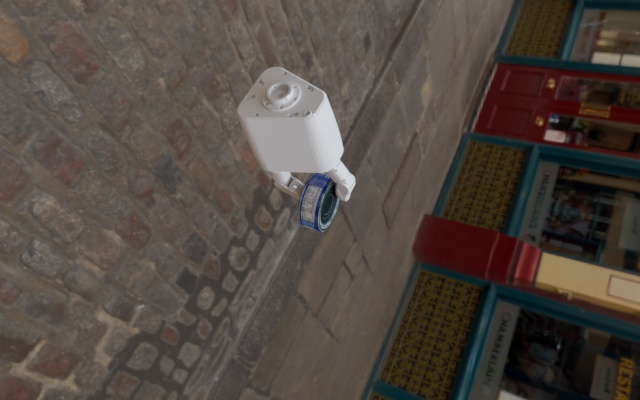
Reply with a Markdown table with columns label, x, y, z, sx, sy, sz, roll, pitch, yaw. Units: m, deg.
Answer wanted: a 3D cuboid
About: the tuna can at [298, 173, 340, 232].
| label | x | y | z | sx | sy | sz | roll | pitch | yaw |
| --- | --- | --- | --- | --- | --- | --- | --- | --- | --- |
| tuna can | 0.001 | 0.003 | 0.710 | 0.034 | 0.086 | 0.086 | 17 | 6 | 20 |
